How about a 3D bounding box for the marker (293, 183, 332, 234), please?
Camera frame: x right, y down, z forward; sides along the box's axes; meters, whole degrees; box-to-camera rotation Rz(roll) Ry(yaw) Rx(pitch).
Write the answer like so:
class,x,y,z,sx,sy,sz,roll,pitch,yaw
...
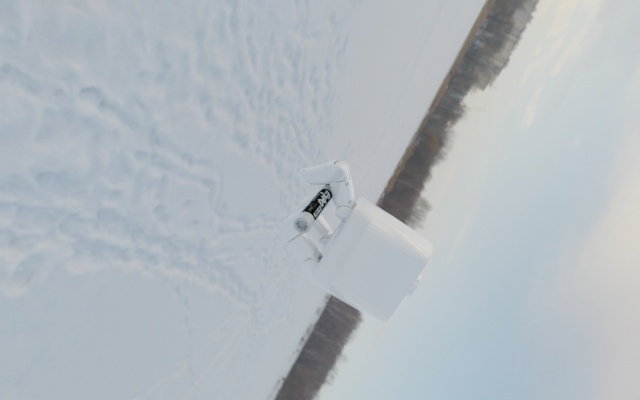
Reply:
class,x,y,z,sx,sy,sz,roll,pitch,yaw
marker,0.000,0.002,0.545,0.020,0.020,0.121,0,24,21
